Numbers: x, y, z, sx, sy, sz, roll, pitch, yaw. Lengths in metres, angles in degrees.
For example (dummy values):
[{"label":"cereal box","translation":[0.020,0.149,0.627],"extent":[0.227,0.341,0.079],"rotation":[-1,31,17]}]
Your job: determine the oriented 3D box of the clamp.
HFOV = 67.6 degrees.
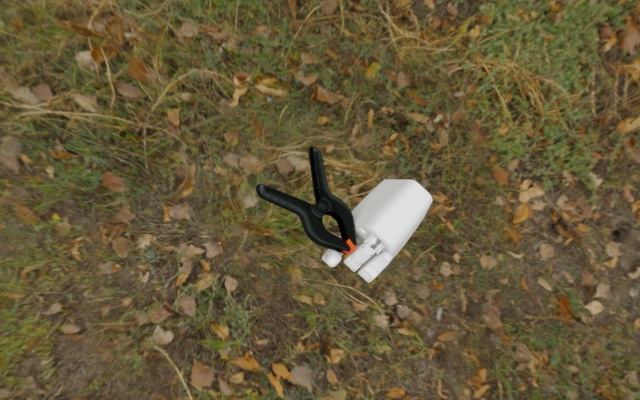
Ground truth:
[{"label":"clamp","translation":[0.000,0.002,0.724],"extent":[0.120,0.171,0.039],"rotation":[-47,5,-17]}]
